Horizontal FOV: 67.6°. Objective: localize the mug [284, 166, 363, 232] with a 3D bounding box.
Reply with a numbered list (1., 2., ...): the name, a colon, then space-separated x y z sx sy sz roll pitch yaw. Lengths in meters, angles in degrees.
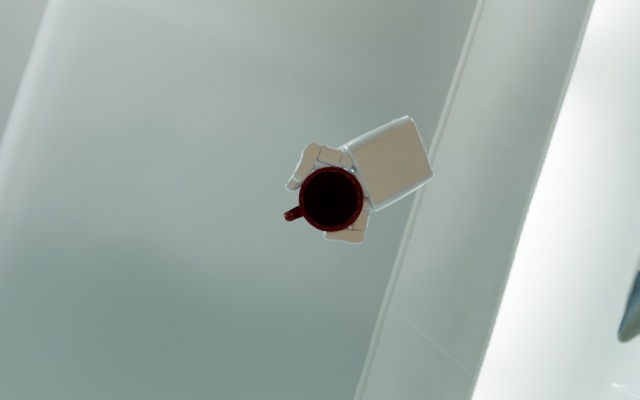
1. mug: -0.001 0.003 0.712 0.117 0.093 0.081 -27 5 -5
